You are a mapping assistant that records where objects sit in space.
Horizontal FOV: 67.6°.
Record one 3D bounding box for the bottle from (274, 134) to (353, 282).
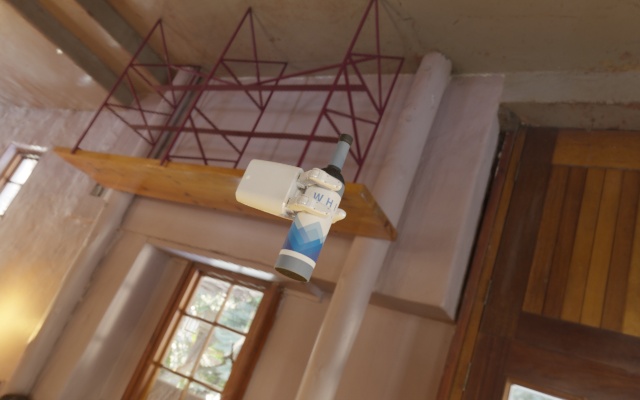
[{"bbox_3d":[0.000,0.003,0.890,0.069,0.295,0.069,19,-21,8],"label":"bottle"}]
